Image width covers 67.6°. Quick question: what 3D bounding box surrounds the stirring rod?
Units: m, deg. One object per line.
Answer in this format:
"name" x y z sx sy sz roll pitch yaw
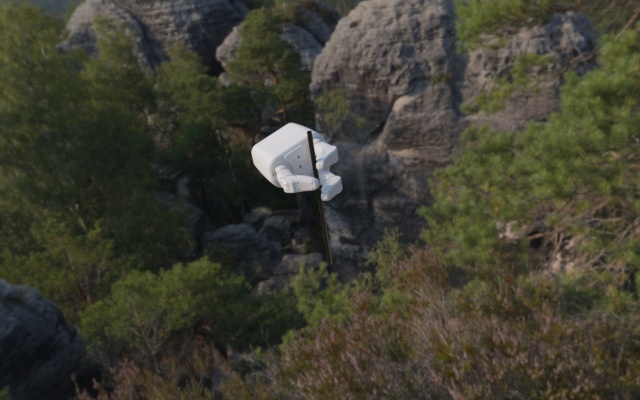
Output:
"stirring rod" 0.000 0.003 0.771 0.011 0.240 0.011 -7 27 4
